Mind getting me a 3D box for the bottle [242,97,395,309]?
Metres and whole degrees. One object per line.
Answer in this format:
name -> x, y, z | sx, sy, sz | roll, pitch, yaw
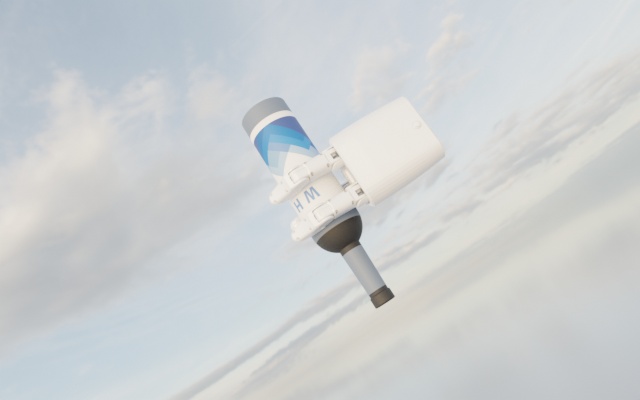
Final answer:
bottle -> 0.000, 0.002, 0.603 | 0.069, 0.295, 0.069 | -30, -16, -10
